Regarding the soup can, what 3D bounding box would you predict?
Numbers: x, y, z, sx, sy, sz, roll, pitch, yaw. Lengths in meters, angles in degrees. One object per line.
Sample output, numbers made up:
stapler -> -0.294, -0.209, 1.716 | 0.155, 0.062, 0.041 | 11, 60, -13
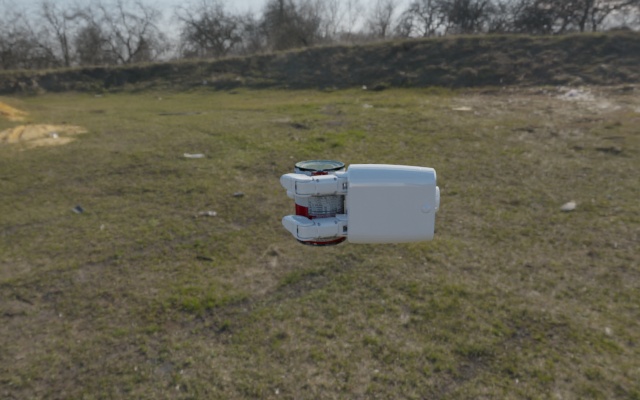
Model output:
soup can -> 0.000, 0.002, 0.631 | 0.068, 0.102, 0.068 | -1, 15, 0
